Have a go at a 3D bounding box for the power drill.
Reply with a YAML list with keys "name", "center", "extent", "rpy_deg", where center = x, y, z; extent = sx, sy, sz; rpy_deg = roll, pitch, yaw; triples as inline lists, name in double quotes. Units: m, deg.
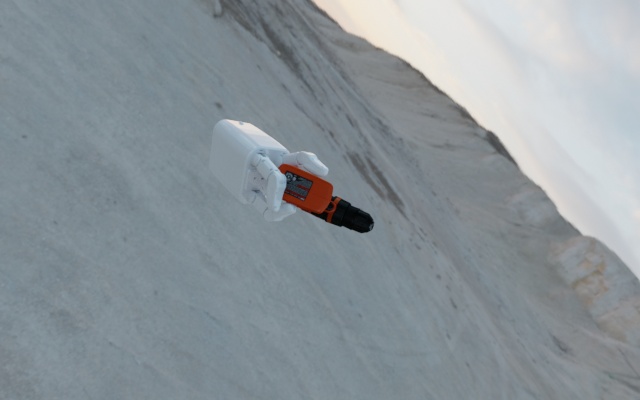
- name: "power drill"
  center: [0.000, 0.002, 0.834]
  extent: [0.184, 0.057, 0.188]
  rpy_deg: [21, -6, 15]
